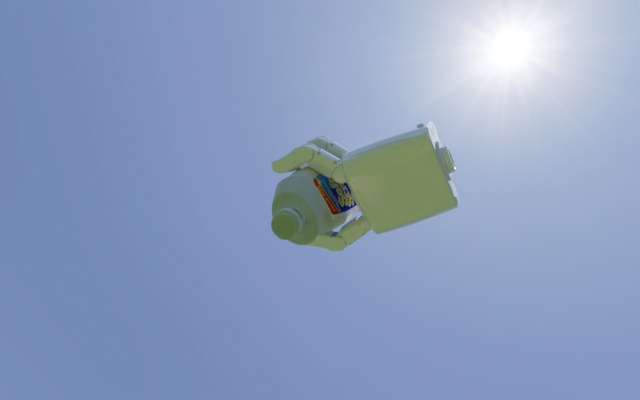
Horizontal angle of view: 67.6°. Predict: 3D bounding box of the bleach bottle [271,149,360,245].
[{"bbox_3d":[0.000,0.002,0.610,0.068,0.102,0.250,-19,9,21],"label":"bleach bottle"}]
